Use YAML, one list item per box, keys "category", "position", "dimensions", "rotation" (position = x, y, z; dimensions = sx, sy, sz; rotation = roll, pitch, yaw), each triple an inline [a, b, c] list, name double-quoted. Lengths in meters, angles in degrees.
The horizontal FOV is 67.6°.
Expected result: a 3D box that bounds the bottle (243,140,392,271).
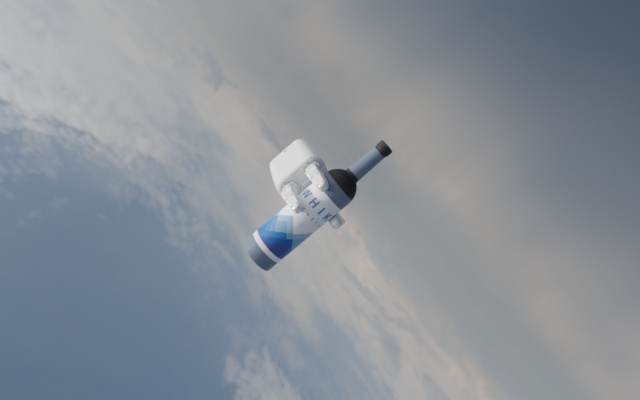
- category: "bottle"
  position: [0.000, 0.003, 0.815]
  dimensions: [0.296, 0.069, 0.069]
  rotation: [-40, -5, 6]
